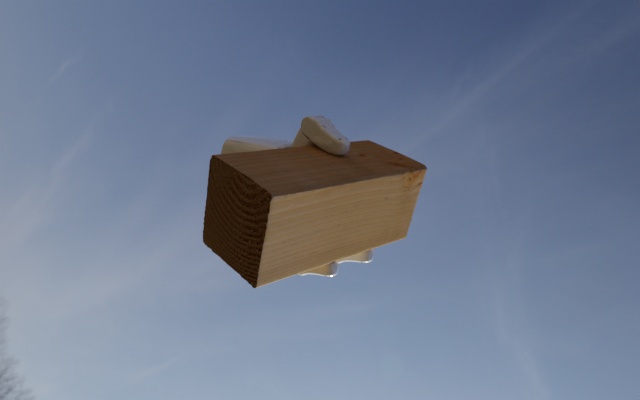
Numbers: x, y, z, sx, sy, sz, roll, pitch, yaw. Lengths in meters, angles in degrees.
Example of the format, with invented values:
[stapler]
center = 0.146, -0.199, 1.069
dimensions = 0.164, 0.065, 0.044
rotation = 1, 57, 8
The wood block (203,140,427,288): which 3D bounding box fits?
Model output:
[wood block]
center = 0.000, 0.001, 0.472
dimensions = 0.206, 0.091, 0.090
rotation = -12, 33, -42
